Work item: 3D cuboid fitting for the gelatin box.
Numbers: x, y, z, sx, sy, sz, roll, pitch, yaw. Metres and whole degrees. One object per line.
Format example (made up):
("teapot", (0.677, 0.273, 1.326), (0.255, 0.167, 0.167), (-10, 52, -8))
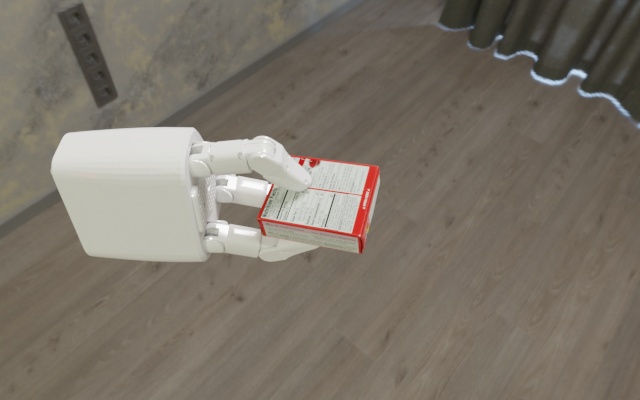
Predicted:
("gelatin box", (0.000, 0.001, 0.404), (0.089, 0.073, 0.030), (8, -35, 14))
